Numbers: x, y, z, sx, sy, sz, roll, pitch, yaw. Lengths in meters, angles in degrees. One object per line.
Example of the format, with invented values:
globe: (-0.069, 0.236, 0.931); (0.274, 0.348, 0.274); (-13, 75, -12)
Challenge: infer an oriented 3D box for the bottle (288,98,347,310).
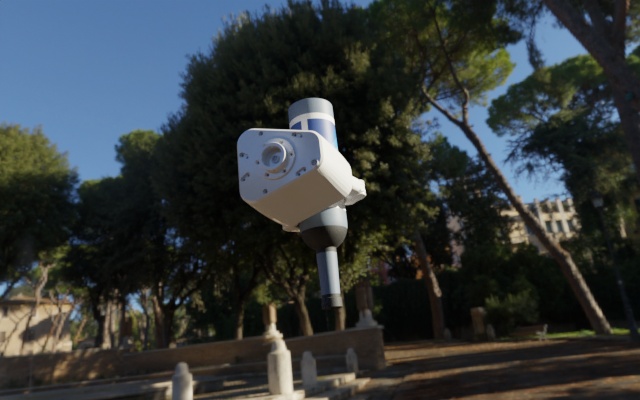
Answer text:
bottle: (0.000, 0.002, 0.670); (0.069, 0.295, 0.069); (-6, -18, -2)
